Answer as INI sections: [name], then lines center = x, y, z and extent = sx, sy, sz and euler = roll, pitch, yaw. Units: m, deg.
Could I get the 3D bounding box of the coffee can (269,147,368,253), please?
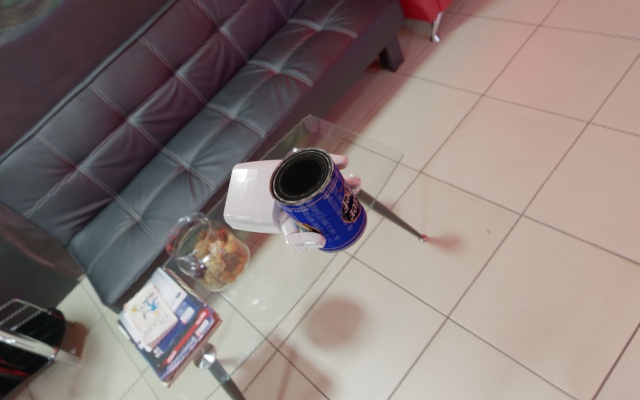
[coffee can]
center = 0.000, 0.003, 0.727
extent = 0.103, 0.102, 0.140
euler = 0, -34, 29
